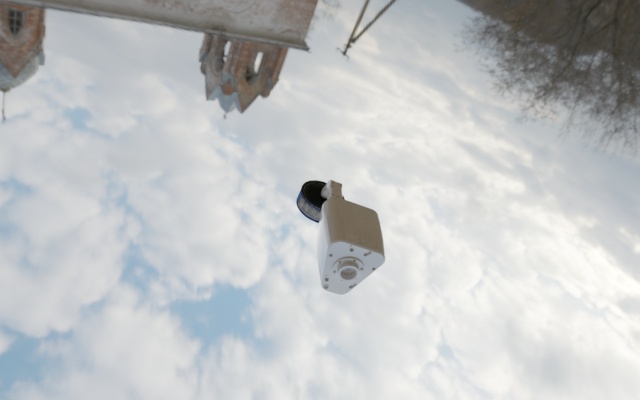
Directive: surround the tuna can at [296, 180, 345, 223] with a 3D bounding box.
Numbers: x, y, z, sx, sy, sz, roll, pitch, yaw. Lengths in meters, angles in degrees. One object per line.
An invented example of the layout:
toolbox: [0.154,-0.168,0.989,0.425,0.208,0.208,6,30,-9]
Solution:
tuna can: [0.000,0.003,0.866,0.086,0.034,0.086,17,35,-13]
